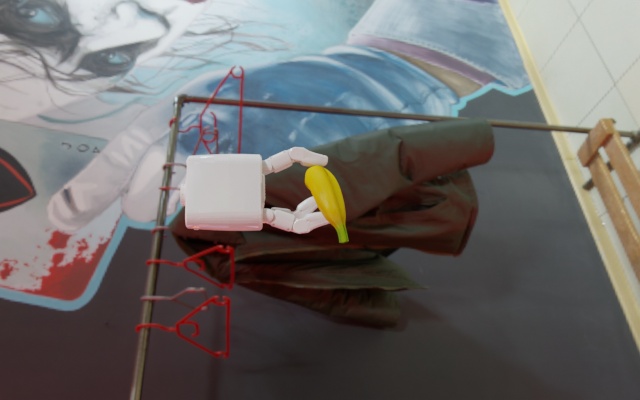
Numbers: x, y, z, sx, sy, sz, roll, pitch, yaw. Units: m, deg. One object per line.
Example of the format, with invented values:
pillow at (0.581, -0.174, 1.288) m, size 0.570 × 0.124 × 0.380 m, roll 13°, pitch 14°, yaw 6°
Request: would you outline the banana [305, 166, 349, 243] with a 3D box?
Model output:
banana at (0.001, -0.013, 0.679) m, size 0.037 × 0.070 × 0.197 m, roll -3°, pitch 25°, yaw -10°
